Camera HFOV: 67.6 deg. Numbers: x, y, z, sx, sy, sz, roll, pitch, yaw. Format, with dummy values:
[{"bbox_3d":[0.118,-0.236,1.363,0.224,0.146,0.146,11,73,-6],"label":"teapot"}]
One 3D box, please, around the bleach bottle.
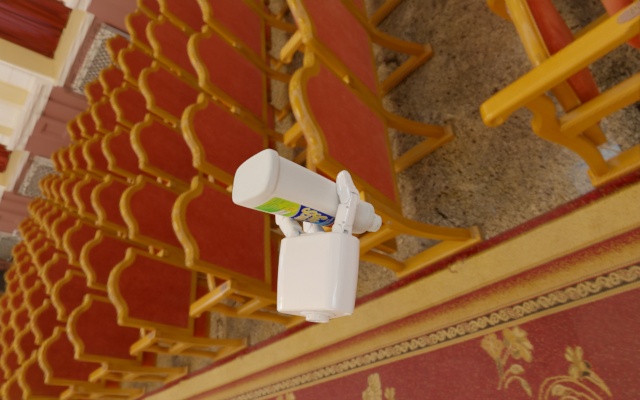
[{"bbox_3d":[0.000,0.002,0.719,0.251,0.068,0.102,19,-25,-35],"label":"bleach bottle"}]
